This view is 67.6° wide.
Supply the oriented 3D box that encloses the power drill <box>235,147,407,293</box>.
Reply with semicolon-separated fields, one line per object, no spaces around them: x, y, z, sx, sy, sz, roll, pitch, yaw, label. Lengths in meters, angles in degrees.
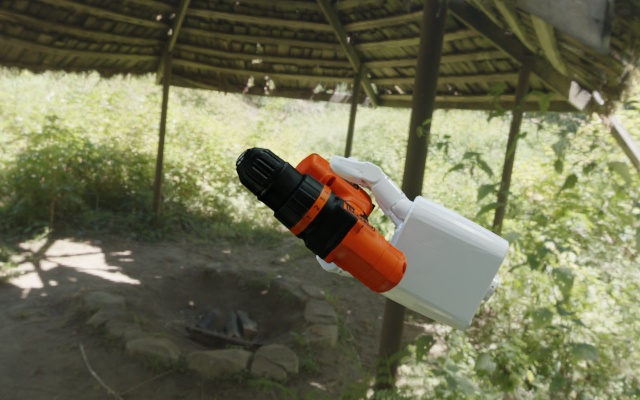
0.000;0.002;0.499;0.184;0.057;0.187;41;12;-9;power drill
